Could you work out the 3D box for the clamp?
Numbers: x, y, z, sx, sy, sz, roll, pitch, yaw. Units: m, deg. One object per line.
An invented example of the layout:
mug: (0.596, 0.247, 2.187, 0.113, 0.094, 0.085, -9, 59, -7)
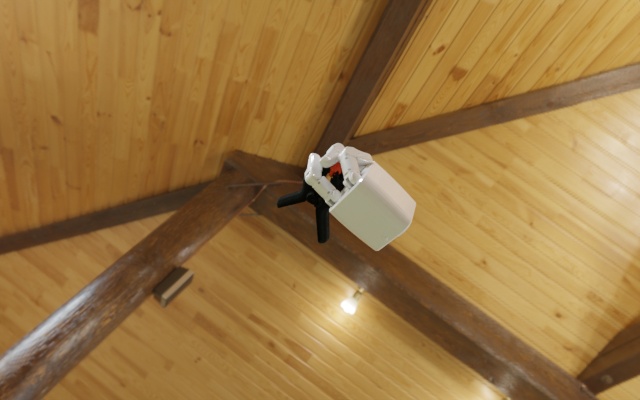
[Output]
clamp: (0.000, 0.002, 0.853, 0.171, 0.120, 0.039, -45, 4, 46)
